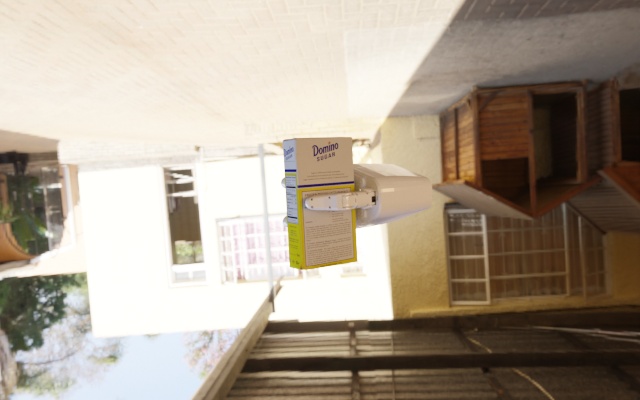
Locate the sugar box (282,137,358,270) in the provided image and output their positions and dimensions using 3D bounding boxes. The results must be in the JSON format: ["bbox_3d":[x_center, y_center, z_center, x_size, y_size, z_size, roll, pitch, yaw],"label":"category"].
[{"bbox_3d":[0.000,0.002,0.657,0.093,0.176,0.048,-5,3,-31],"label":"sugar box"}]
